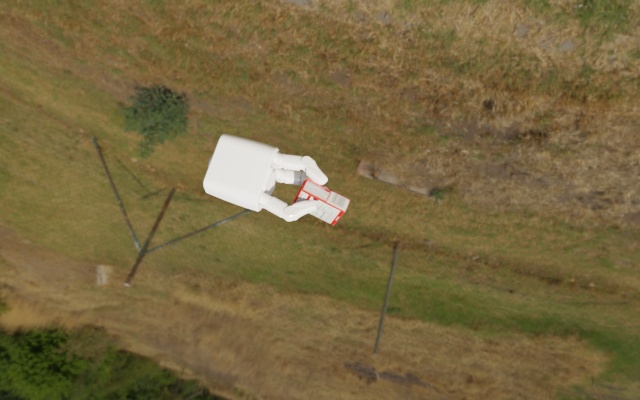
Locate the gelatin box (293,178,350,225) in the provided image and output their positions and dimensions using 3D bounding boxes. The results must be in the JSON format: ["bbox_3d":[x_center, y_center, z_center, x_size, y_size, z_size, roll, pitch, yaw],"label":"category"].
[{"bbox_3d":[0.000,0.003,0.859,0.089,0.030,0.073,27,-27,-3],"label":"gelatin box"}]
